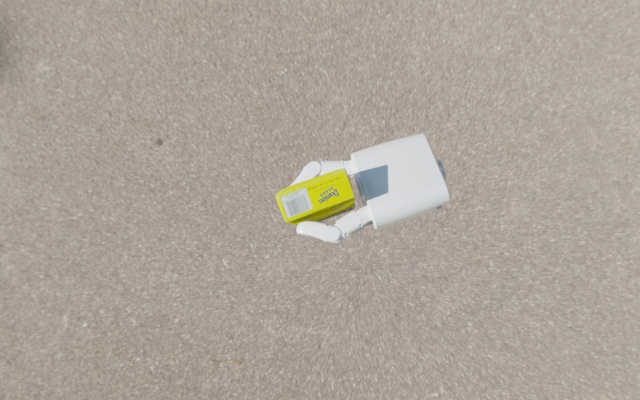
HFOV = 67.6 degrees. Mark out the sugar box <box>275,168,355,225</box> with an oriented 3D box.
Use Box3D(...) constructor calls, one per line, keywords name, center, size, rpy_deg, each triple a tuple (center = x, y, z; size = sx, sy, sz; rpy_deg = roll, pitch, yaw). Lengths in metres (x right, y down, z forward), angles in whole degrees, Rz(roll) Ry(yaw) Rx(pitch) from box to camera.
Box3D(name="sugar box", center=(0.000, 0.003, 0.664), size=(0.093, 0.048, 0.176), rpy_deg=(-20, -9, 3))
